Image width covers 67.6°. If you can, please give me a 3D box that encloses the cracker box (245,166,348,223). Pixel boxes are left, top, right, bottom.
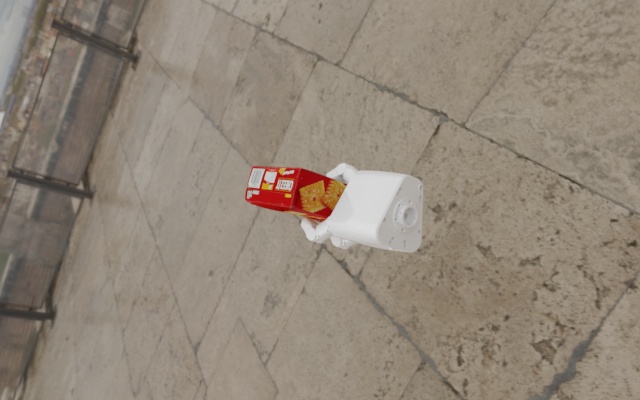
[{"bbox_3d":[0.000,0.002,0.827,0.214,0.072,0.164,18,-6,-35],"label":"cracker box"}]
